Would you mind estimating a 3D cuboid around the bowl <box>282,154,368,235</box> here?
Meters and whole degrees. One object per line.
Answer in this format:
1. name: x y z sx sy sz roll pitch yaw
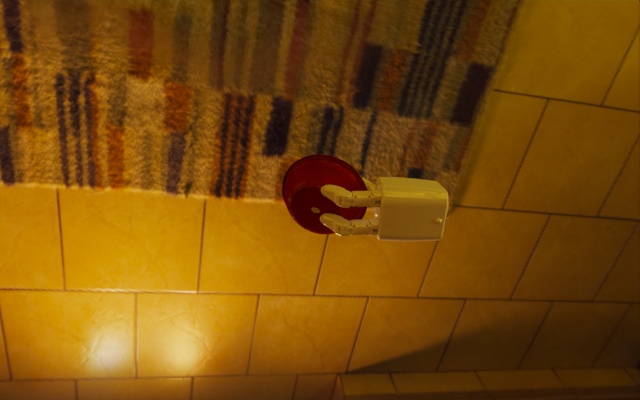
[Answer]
1. bowl: -0.001 0.003 0.840 0.162 0.162 0.055 0 29 18
